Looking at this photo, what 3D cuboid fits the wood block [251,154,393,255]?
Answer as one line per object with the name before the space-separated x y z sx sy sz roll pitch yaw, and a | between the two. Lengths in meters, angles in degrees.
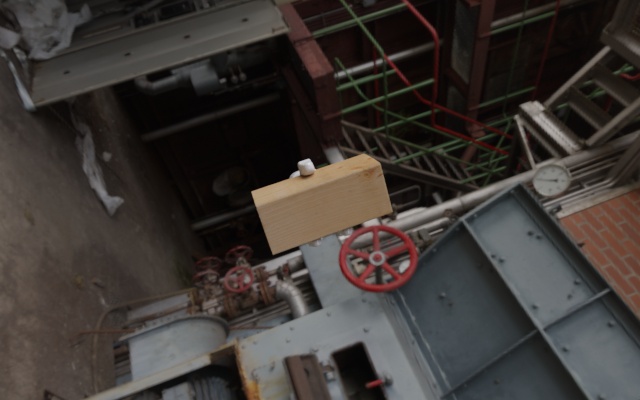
wood block | 0.000 0.002 0.790 0.206 0.091 0.090 -20 19 -7
